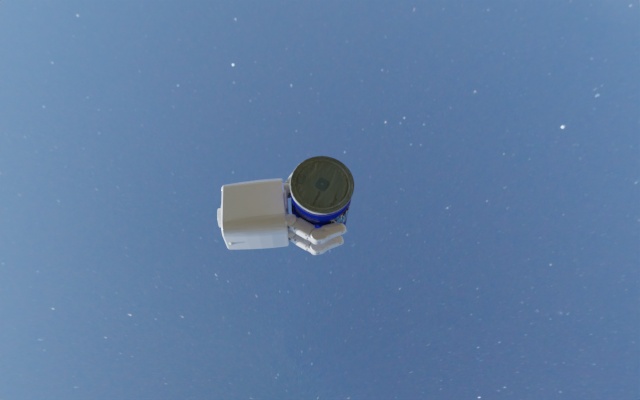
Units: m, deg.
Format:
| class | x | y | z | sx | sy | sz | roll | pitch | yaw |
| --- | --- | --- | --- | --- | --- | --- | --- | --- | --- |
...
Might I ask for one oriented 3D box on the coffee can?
| class | x | y | z | sx | sy | sz | roll | pitch | yaw |
| --- | --- | --- | --- | --- | --- | --- | --- | --- | --- |
| coffee can | 0.000 | 0.003 | 0.819 | 0.103 | 0.102 | 0.140 | 0 | -25 | -2 |
